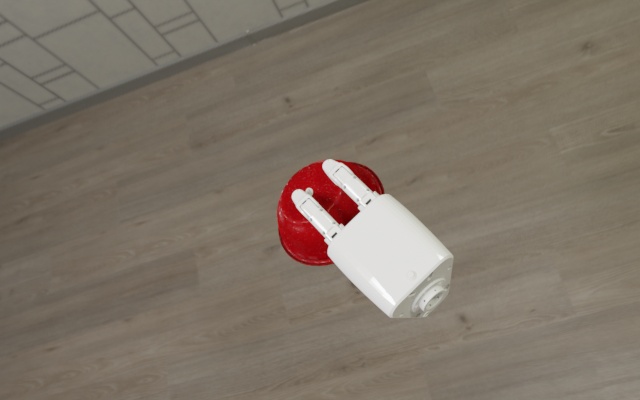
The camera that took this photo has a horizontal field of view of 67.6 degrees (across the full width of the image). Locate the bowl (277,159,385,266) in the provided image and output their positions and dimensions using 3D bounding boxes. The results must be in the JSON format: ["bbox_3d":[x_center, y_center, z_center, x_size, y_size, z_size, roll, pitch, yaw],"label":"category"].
[{"bbox_3d":[-0.001,0.001,0.630,0.162,0.162,0.055,0,-30,33],"label":"bowl"}]
